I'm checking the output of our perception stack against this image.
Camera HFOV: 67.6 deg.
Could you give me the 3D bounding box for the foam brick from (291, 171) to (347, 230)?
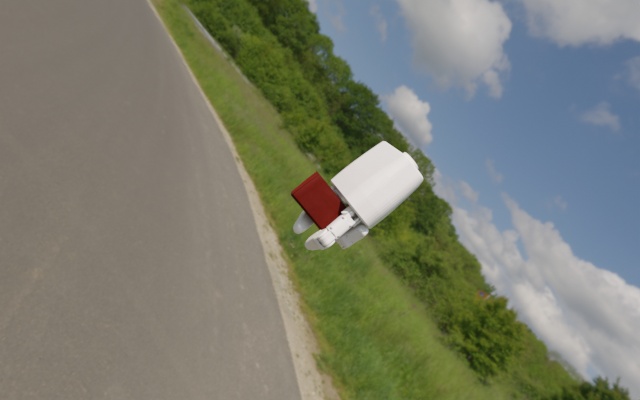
[{"bbox_3d":[0.000,0.002,0.706,0.051,0.078,0.053,-39,9,3],"label":"foam brick"}]
